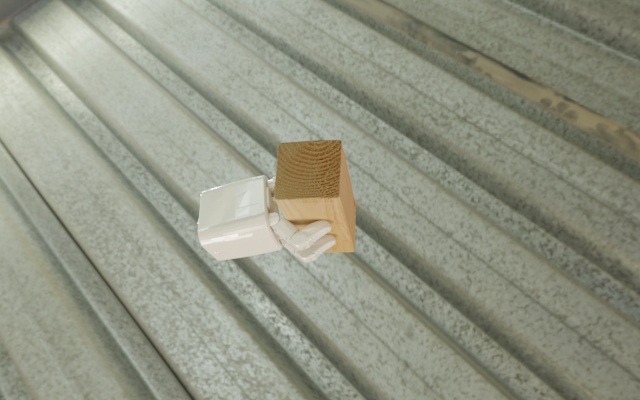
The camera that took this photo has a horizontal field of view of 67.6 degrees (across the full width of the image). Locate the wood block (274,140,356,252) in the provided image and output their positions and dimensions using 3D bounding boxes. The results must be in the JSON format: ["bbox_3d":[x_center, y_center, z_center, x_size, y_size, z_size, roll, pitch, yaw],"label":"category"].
[{"bbox_3d":[0.000,0.002,0.726,0.090,0.090,0.206,-2,-26,9],"label":"wood block"}]
